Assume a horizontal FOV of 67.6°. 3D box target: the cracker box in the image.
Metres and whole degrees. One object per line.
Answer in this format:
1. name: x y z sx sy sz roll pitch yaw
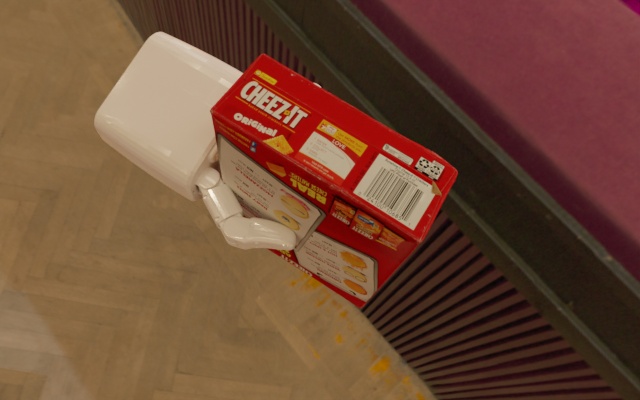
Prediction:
1. cracker box: 0.000 0.001 0.410 0.164 0.072 0.214 32 -23 8
